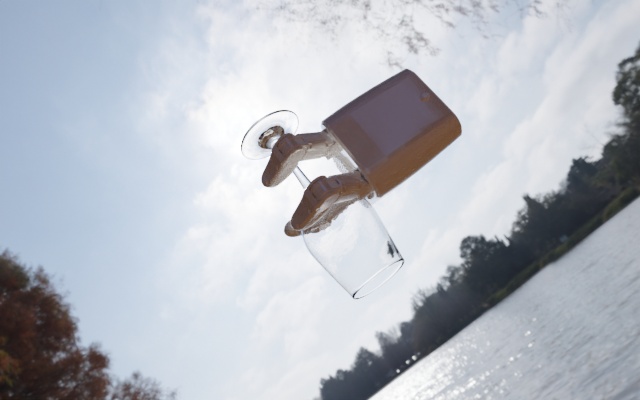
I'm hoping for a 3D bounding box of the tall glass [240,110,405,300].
[{"bbox_3d":[0.000,0.001,0.489,0.079,0.201,0.079,-31,-22,-14],"label":"tall glass"}]
